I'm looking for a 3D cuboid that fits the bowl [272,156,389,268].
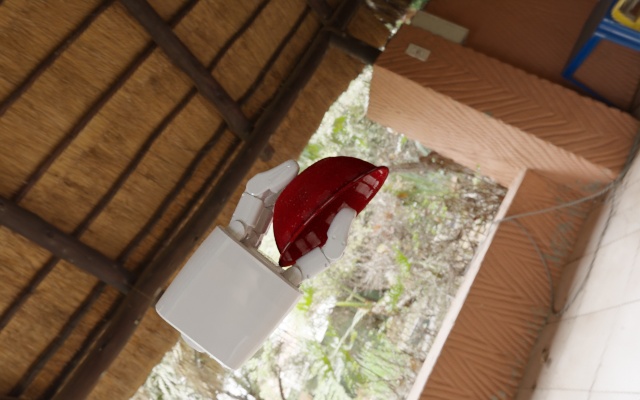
[{"bbox_3d":[0.001,0.001,0.536,0.162,0.055,0.162,-39,-15,-12],"label":"bowl"}]
